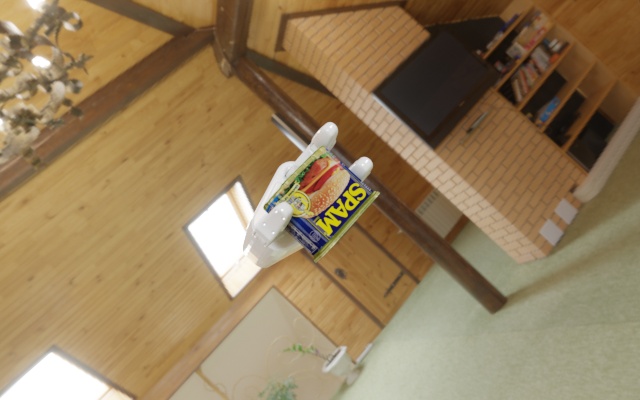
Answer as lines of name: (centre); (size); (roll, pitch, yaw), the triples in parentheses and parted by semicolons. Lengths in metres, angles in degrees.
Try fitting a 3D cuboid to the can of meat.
can of meat: (0.000, 0.002, 0.526); (0.102, 0.084, 0.057); (-46, -2, -24)
